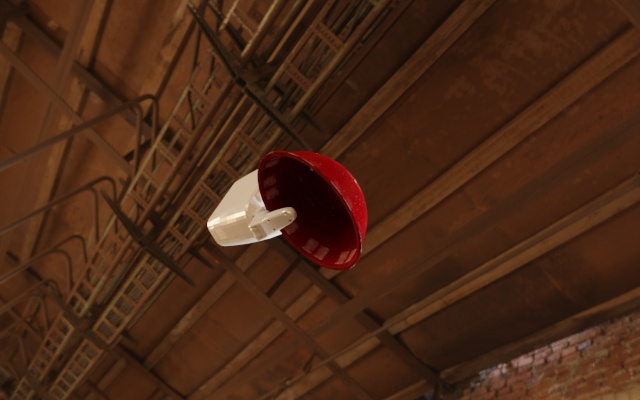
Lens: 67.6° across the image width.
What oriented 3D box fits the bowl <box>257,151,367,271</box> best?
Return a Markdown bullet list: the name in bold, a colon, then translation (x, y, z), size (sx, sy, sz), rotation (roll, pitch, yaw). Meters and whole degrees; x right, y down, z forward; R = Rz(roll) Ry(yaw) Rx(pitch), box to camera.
- **bowl**: translation (0.001, 0.002, 0.560), size (0.055, 0.162, 0.162), rotation (-38, 22, -32)
